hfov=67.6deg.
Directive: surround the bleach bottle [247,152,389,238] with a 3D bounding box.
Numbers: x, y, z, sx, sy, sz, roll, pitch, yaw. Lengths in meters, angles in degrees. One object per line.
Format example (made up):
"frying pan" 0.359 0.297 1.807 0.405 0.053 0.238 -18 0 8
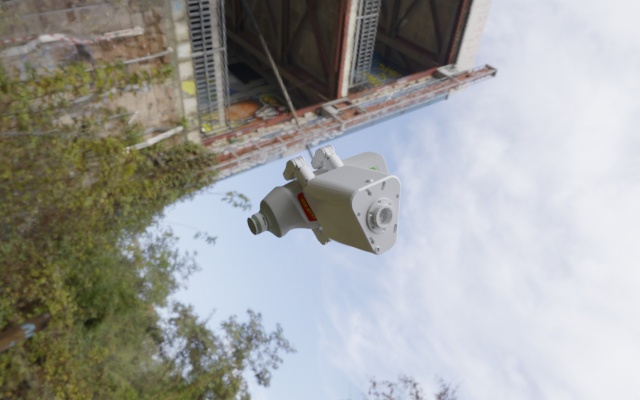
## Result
"bleach bottle" 0.000 0.002 0.769 0.251 0.103 0.068 -24 23 -29
